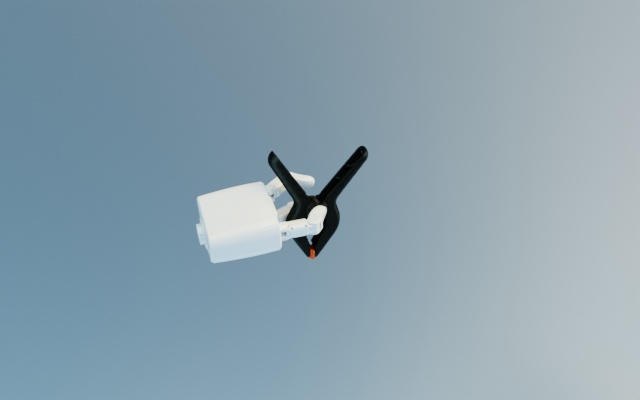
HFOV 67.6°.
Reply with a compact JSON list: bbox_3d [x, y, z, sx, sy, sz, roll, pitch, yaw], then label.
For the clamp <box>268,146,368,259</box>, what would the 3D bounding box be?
[{"bbox_3d":[0.000,0.003,0.790,0.164,0.210,0.036,-11,33,-15],"label":"clamp"}]
